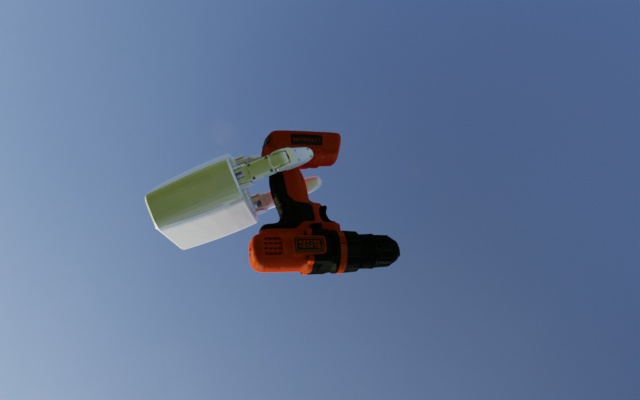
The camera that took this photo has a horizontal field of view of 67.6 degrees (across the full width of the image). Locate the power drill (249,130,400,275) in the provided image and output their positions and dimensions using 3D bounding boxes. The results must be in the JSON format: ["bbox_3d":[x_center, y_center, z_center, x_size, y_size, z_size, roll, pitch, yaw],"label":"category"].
[{"bbox_3d":[0.000,0.002,0.601,0.184,0.187,0.057,1,-30,-16],"label":"power drill"}]
